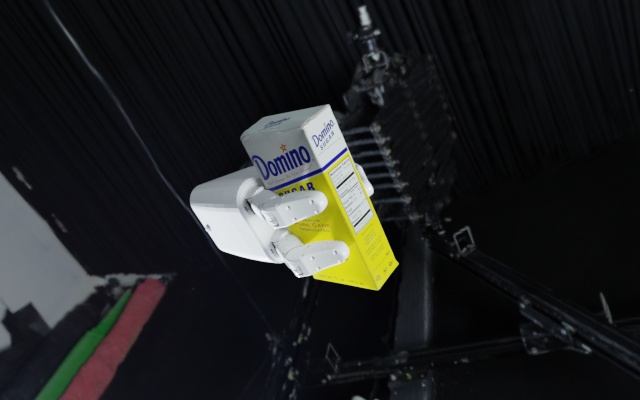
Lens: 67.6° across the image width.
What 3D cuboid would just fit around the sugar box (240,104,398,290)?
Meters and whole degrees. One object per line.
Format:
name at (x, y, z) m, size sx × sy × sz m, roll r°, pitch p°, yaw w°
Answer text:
sugar box at (0.000, 0.002, 0.455) m, size 0.093 × 0.176 × 0.048 m, roll 0°, pitch 37°, yaw 46°
